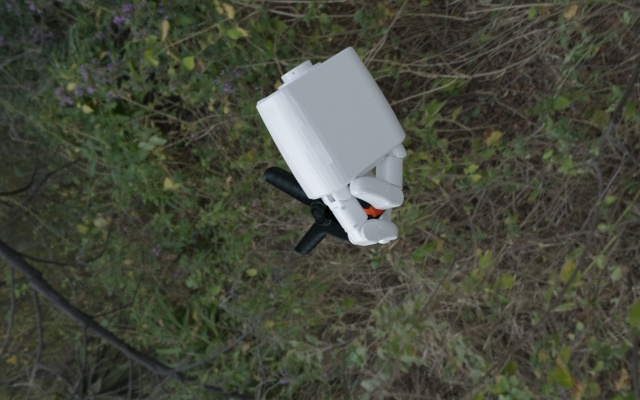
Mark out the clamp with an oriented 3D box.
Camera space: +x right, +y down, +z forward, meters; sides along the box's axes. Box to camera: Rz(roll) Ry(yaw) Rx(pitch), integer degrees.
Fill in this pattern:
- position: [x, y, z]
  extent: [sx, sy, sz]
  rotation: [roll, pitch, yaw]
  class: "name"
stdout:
- position: [0.000, 0.002, 0.553]
  extent: [0.171, 0.120, 0.039]
  rotation: [-18, 19, 47]
  class: "clamp"
